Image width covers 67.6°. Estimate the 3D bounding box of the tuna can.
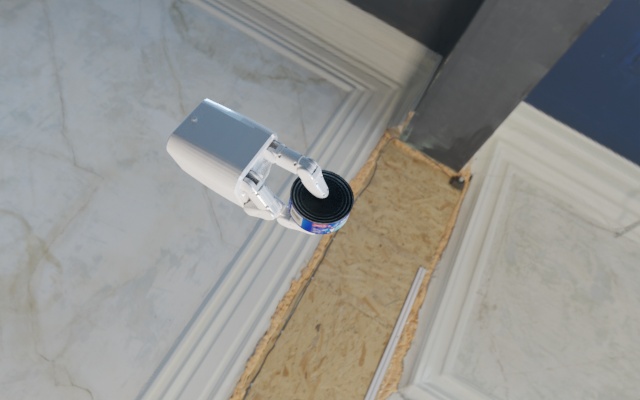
[{"bbox_3d":[0.000,0.002,0.645,0.086,0.086,0.034,0,-32,-10],"label":"tuna can"}]
